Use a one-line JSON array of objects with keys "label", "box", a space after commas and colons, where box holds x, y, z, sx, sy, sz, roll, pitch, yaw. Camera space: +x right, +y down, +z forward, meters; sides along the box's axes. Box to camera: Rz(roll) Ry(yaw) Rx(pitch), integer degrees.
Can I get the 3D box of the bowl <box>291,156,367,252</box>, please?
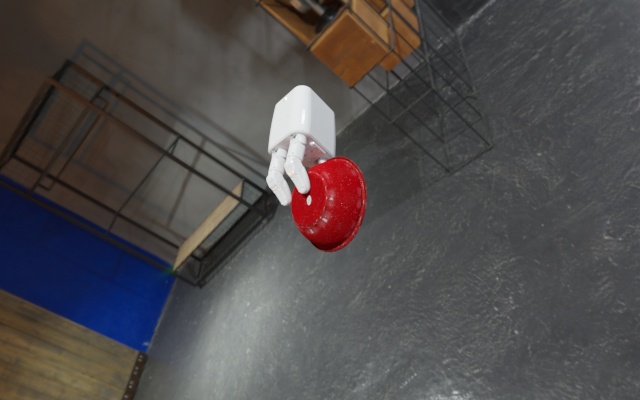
[{"label": "bowl", "box": [0.000, 0.004, 0.780, 0.055, 0.162, 0.162, 10, -6, -39]}]
